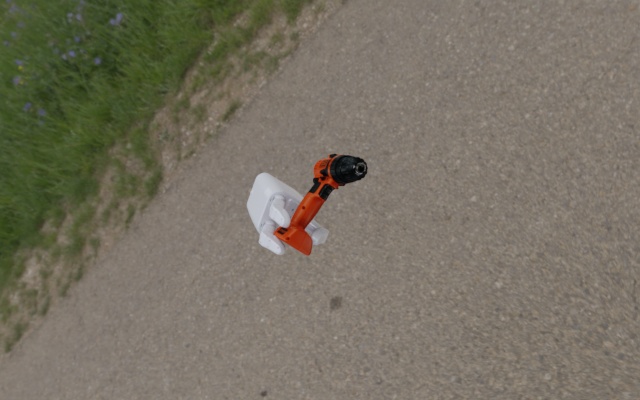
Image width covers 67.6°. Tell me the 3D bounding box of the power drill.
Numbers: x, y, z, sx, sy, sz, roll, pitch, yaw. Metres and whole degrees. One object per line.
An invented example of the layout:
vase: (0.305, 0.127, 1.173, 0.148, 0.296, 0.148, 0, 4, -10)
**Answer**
power drill: (0.000, 0.003, 0.840, 0.057, 0.187, 0.184, 35, -9, -15)
